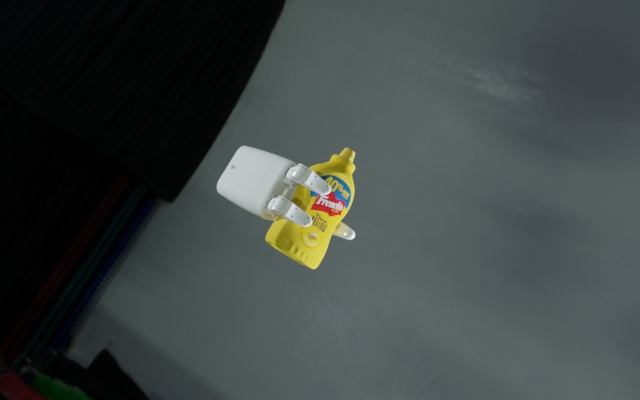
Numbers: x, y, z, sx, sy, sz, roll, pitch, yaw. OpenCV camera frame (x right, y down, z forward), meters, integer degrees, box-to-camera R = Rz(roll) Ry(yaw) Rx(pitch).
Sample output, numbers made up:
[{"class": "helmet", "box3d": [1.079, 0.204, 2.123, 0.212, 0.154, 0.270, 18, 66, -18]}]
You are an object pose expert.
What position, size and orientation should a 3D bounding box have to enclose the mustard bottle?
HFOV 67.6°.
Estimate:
[{"class": "mustard bottle", "box3d": [0.000, 0.003, 0.737, 0.096, 0.191, 0.058, 37, -13, -33]}]
